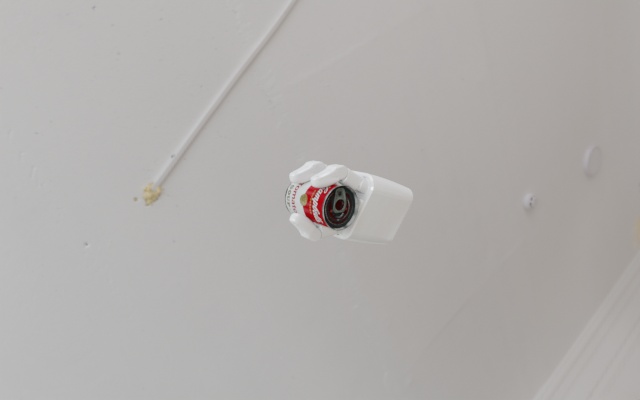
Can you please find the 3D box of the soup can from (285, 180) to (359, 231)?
[{"bbox_3d":[0.000,0.002,0.735,0.068,0.068,0.102,0,10,-38],"label":"soup can"}]
